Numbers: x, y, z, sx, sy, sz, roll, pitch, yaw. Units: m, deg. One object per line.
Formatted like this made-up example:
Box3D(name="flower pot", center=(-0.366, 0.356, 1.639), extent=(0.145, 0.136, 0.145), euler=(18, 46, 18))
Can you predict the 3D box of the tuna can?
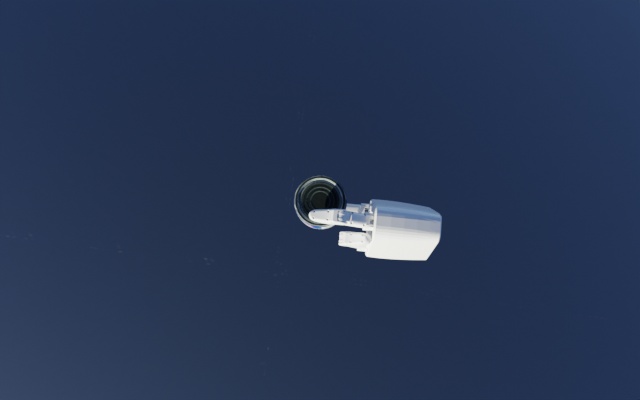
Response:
Box3D(name="tuna can", center=(0.000, 0.002, 0.772), extent=(0.086, 0.086, 0.034), euler=(0, -8, 2))
